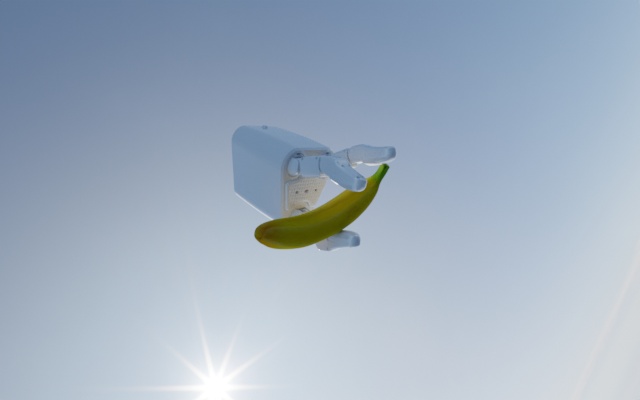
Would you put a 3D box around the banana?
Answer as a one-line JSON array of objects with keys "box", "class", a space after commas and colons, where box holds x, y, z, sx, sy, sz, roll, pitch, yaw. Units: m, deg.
[{"box": [0.002, 0.015, 0.547, 0.197, 0.070, 0.037, -30, 47, -35], "class": "banana"}]
